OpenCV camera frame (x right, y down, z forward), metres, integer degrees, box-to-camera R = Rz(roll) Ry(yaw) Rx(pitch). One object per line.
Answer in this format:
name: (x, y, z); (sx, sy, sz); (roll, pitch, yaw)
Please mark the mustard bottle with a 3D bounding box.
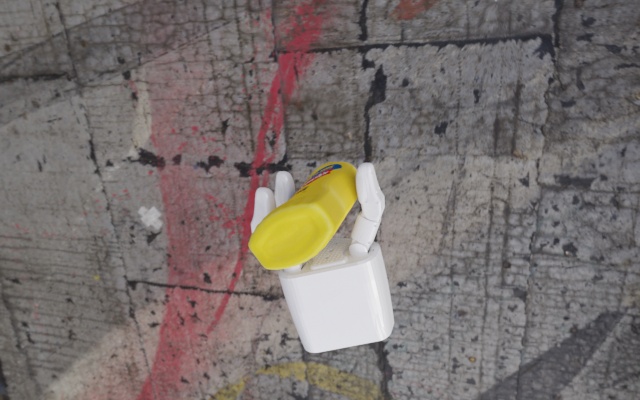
mustard bottle: (0.000, 0.002, 0.529); (0.096, 0.058, 0.191); (-34, 7, 28)
